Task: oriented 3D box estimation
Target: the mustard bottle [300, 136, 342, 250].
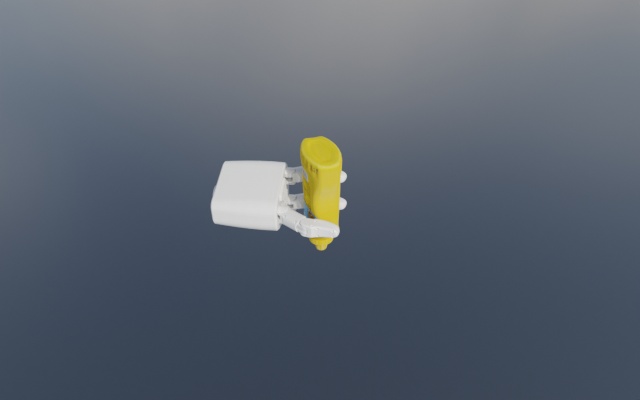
[{"bbox_3d":[0.000,0.002,0.760,0.058,0.192,0.096,-11,37,-14],"label":"mustard bottle"}]
